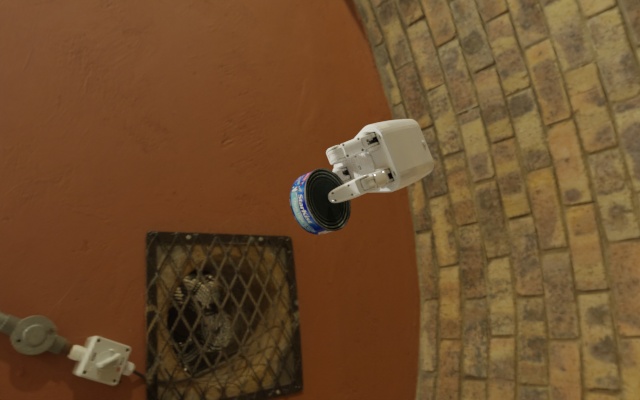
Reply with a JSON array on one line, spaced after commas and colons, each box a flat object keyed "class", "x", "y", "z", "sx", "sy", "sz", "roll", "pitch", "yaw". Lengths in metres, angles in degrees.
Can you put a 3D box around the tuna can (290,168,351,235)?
[{"class": "tuna can", "x": 0.000, "y": 0.002, "z": 0.640, "sx": 0.034, "sy": 0.086, "sz": 0.086, "roll": -19, "pitch": -13, "yaw": 42}]
